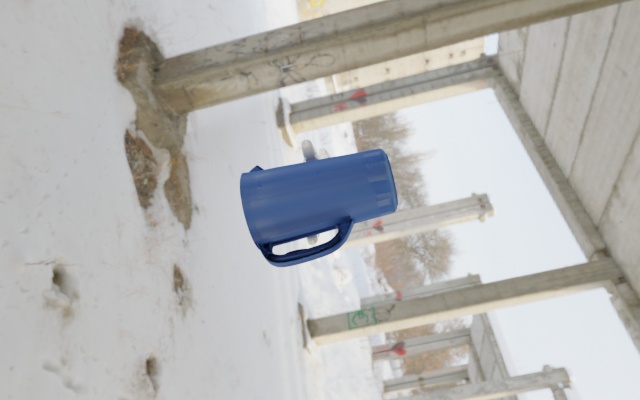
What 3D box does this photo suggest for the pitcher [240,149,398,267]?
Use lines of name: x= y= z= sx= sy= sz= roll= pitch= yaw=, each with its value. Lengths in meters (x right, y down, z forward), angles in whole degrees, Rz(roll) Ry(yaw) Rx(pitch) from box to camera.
pitcher: x=0.000 y=0.002 z=0.781 sx=0.243 sy=0.149 sz=0.145 roll=-13 pitch=16 yaw=5
